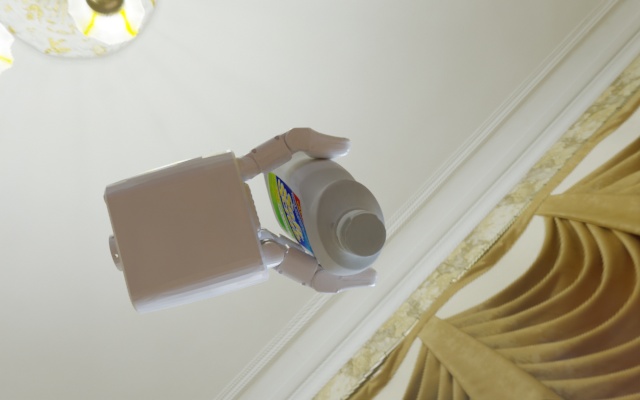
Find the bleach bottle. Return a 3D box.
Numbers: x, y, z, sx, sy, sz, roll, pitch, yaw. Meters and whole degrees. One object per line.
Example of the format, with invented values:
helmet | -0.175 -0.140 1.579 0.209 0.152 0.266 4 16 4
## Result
bleach bottle | 0.000 0.001 0.427 0.068 0.102 0.251 -15 9 -11
